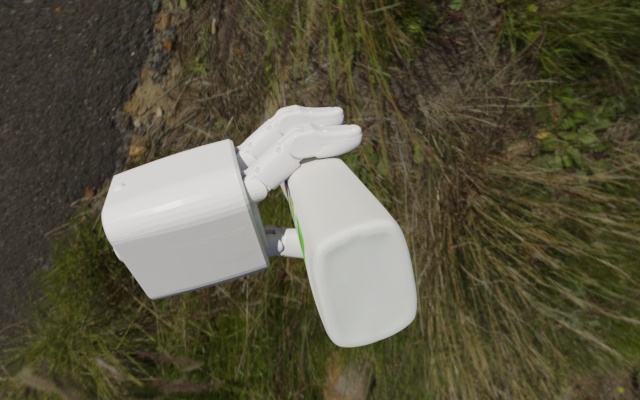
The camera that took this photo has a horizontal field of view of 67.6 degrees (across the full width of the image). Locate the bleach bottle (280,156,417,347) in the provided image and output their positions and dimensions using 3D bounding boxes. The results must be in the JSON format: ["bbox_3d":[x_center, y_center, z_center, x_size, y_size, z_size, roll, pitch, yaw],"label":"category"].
[{"bbox_3d":[0.000,0.001,0.414,0.068,0.103,0.250,-18,29,-6],"label":"bleach bottle"}]
